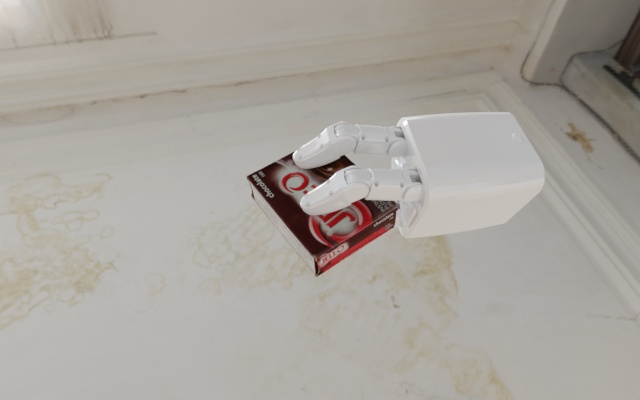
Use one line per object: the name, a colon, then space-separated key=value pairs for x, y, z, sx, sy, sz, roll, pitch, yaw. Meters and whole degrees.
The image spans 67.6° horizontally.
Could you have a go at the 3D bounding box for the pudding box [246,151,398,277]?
pudding box: x=0.000 y=0.002 z=0.436 sx=0.090 sy=0.039 sz=0.113 roll=-30 pitch=55 yaw=-21
